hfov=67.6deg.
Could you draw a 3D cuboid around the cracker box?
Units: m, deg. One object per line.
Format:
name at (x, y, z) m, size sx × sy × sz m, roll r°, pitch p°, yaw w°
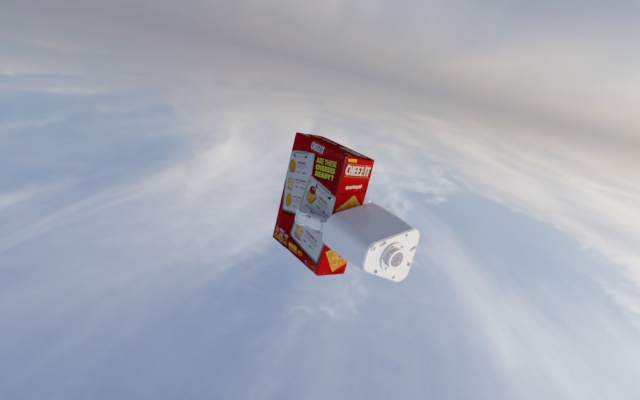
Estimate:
cracker box at (0.000, 0.003, 0.858) m, size 0.072 × 0.214 × 0.164 m, roll 3°, pitch 19°, yaw -36°
